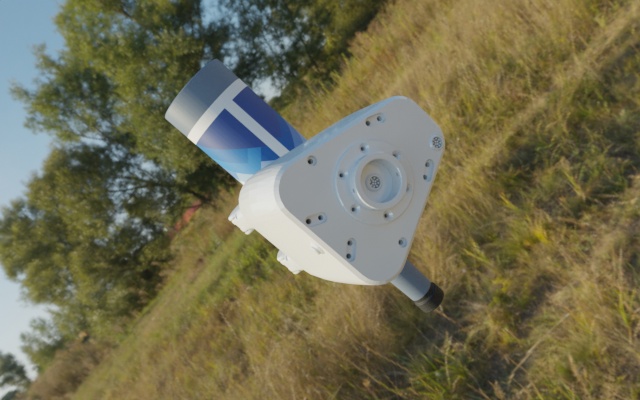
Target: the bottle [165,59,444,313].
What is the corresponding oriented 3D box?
[{"bbox_3d":[0.000,0.001,0.429,0.296,0.069,0.069,41,-10,-11],"label":"bottle"}]
